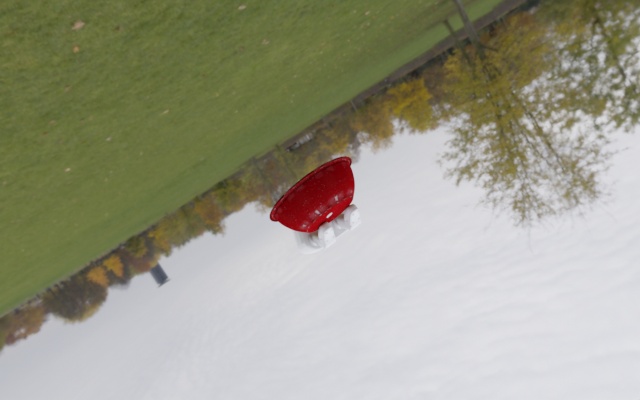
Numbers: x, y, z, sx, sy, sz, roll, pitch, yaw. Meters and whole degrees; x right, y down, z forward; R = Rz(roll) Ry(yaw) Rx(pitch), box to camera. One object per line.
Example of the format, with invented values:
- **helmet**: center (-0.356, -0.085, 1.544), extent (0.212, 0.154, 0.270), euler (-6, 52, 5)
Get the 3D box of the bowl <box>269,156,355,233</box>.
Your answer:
- **bowl**: center (0.000, 0.003, 0.757), extent (0.162, 0.055, 0.162), euler (-35, -14, -10)
